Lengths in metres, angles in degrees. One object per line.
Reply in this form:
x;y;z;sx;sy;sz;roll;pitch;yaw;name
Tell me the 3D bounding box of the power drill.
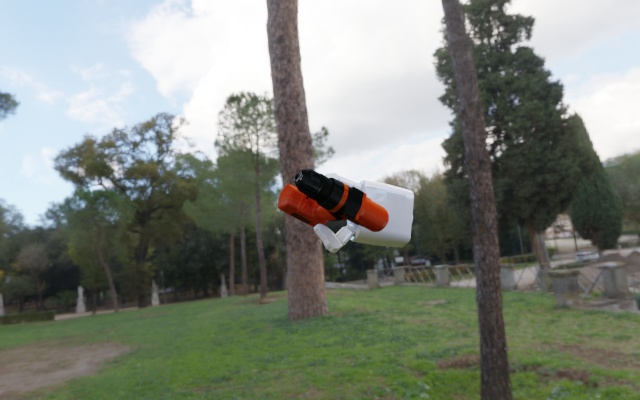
0.000;0.003;0.831;0.184;0.057;0.187;30;-15;-27;power drill
